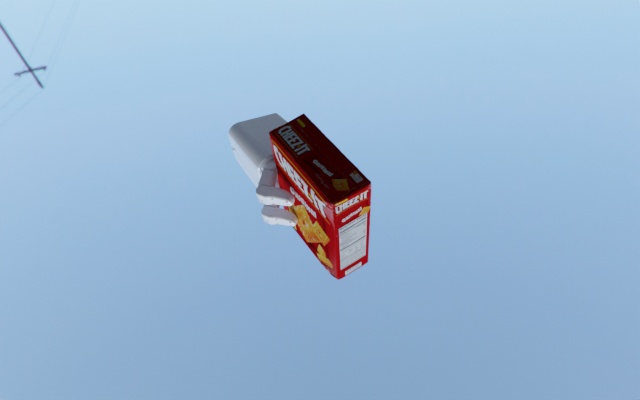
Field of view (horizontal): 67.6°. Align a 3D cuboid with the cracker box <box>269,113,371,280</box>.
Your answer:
[{"bbox_3d":[0.000,0.002,0.729,0.072,0.164,0.214,-31,-33,-17],"label":"cracker box"}]
